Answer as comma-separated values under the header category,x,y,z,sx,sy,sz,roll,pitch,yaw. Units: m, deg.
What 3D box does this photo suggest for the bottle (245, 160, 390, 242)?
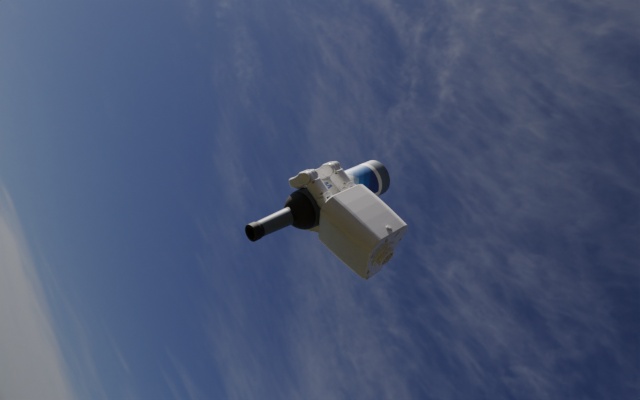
category,x,y,z,sx,sy,sz,roll,pitch,yaw
bottle,0.000,0.002,0.795,0.295,0.069,0.069,-24,16,-40
